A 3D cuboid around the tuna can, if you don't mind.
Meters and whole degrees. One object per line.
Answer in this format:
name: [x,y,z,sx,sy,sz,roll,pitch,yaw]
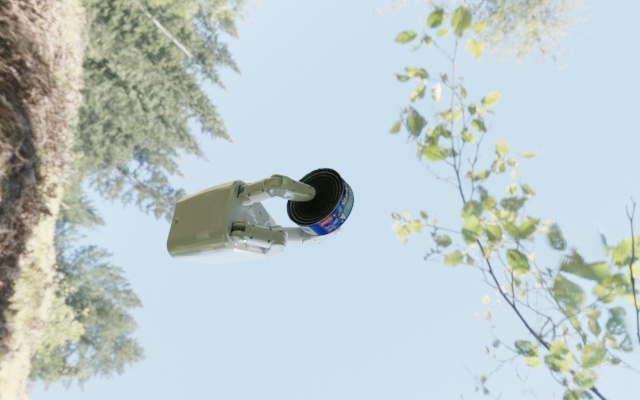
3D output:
tuna can: [0.000,0.002,0.617,0.086,0.086,0.034,0,-30,38]
